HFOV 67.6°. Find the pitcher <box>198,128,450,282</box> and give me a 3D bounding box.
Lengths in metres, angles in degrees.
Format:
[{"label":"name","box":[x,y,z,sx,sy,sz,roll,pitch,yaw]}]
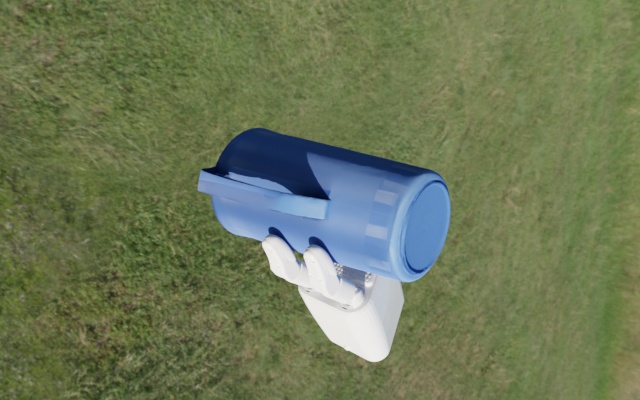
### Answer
[{"label":"pitcher","box":[0.000,0.002,0.504,0.243,0.145,0.149,15,50,38]}]
